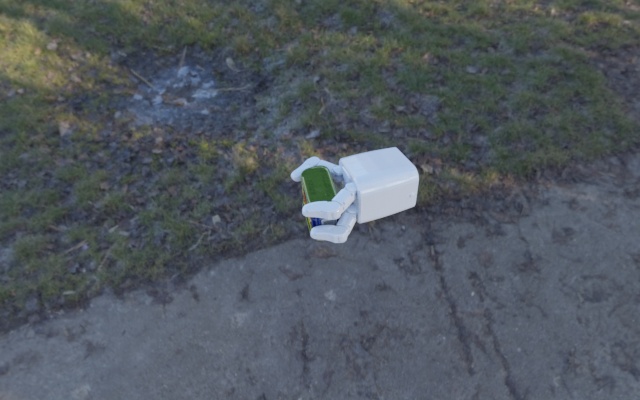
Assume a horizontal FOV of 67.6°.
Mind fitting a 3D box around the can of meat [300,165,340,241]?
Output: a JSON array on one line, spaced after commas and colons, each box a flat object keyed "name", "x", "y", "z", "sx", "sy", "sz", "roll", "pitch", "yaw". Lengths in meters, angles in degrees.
[{"name": "can of meat", "x": 0.000, "y": 0.002, "z": 0.821, "sx": 0.057, "sy": 0.102, "sz": 0.084, "roll": -12, "pitch": -41, "yaw": -6}]
